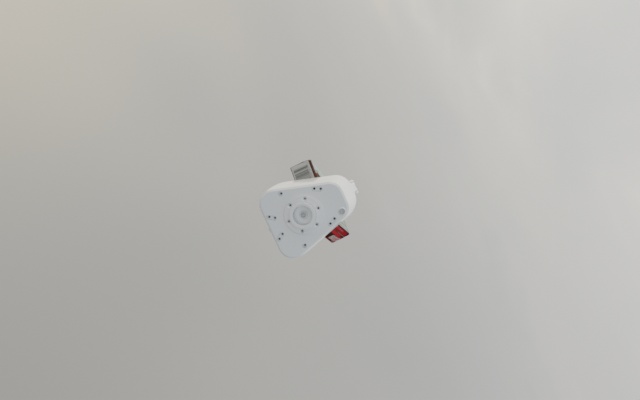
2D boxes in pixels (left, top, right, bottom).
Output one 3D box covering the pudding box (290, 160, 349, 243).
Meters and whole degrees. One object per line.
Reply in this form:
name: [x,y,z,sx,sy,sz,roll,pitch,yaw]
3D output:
pudding box: [0.000,0.002,0.756,0.039,0.113,0.090,-24,-26,11]
